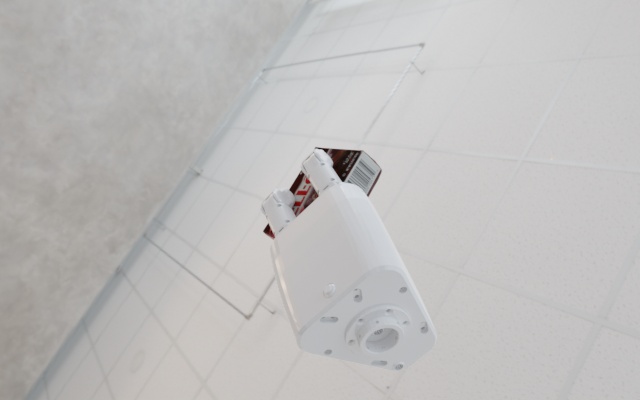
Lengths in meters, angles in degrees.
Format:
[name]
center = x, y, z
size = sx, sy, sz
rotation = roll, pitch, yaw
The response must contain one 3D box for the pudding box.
[pudding box]
center = 0.000, 0.002, 0.483
size = 0.039, 0.113, 0.090
rotation = 40, -13, -30
